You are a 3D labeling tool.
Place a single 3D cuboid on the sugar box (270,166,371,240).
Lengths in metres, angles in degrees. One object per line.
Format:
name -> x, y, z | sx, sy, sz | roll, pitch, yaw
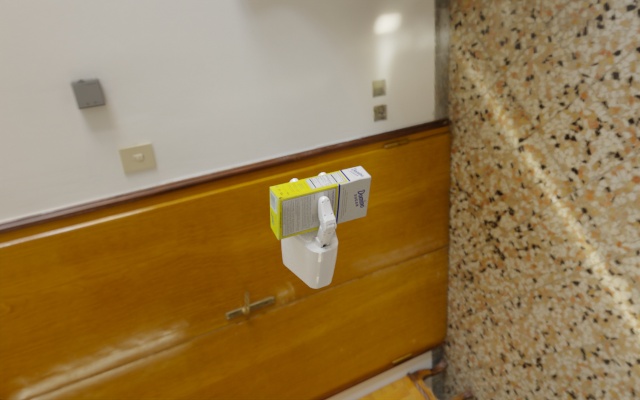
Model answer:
sugar box -> 0.000, 0.003, 0.844 | 0.176, 0.093, 0.048 | -15, 41, -23
